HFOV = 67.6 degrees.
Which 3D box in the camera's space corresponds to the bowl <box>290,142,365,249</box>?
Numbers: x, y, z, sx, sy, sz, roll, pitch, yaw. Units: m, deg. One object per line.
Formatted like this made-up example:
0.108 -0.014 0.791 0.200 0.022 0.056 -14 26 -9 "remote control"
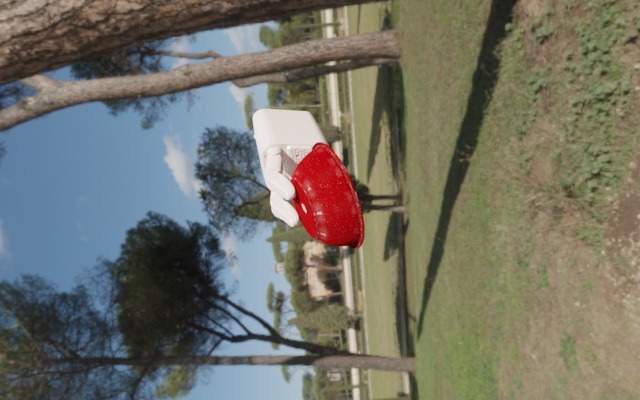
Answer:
0.000 0.003 0.673 0.055 0.162 0.162 -21 6 -16 "bowl"
